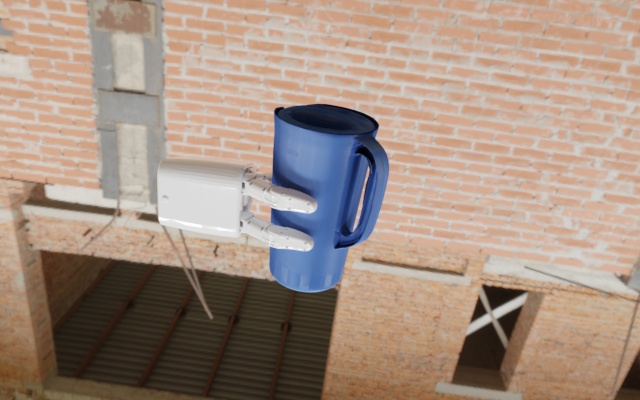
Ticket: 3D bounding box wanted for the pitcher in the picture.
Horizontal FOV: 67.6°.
[{"bbox_3d":[0.000,0.002,0.638,0.145,0.243,0.149,7,25,-1],"label":"pitcher"}]
